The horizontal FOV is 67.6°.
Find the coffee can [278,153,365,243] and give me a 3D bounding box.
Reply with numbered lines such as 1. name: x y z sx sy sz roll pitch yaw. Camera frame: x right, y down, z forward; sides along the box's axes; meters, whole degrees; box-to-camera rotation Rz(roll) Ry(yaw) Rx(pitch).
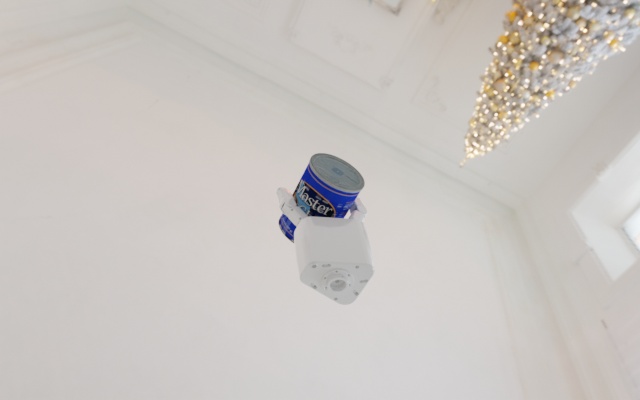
1. coffee can: 0.000 0.003 0.839 0.103 0.140 0.102 22 30 -13
